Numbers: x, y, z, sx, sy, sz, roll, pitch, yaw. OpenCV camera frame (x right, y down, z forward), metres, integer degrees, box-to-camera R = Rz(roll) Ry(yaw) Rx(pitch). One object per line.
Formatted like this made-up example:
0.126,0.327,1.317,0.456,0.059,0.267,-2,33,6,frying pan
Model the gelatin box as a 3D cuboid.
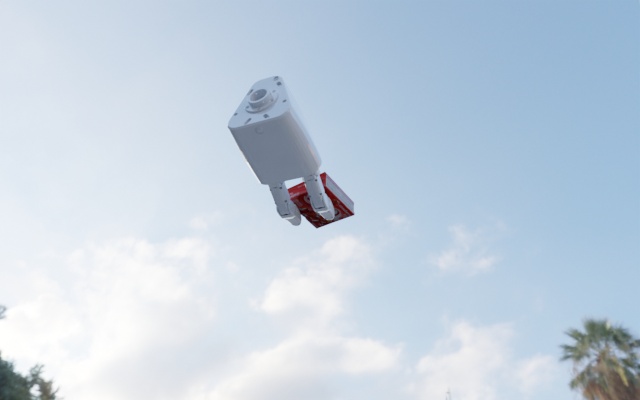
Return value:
0.000,0.002,0.746,0.073,0.030,0.089,-22,-44,26,gelatin box
